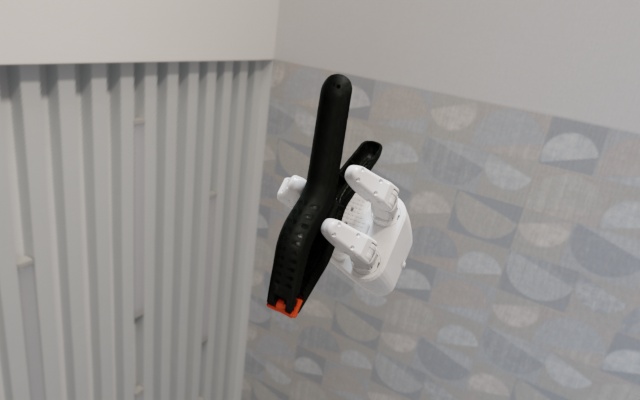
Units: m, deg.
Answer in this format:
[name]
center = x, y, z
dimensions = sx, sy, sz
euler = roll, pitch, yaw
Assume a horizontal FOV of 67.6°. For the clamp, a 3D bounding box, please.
[clamp]
center = -0.001, 0.002, 0.438
dimensions = 0.036, 0.210, 0.165
euler = 19, -15, 22
